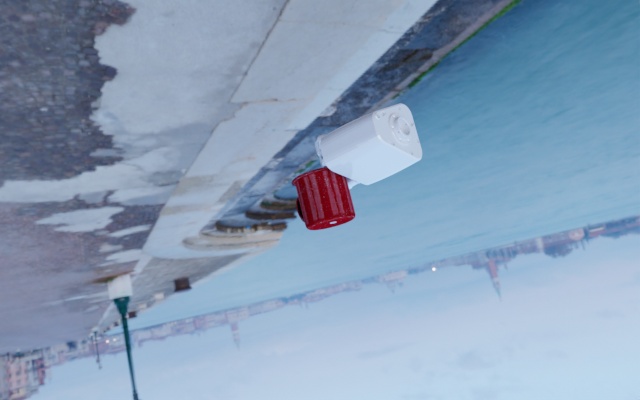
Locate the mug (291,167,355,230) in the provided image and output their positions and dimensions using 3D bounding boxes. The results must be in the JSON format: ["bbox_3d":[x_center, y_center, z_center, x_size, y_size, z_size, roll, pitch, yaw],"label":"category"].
[{"bbox_3d":[-0.001,0.003,0.770,0.093,0.081,0.117,-3,-16,-44],"label":"mug"}]
